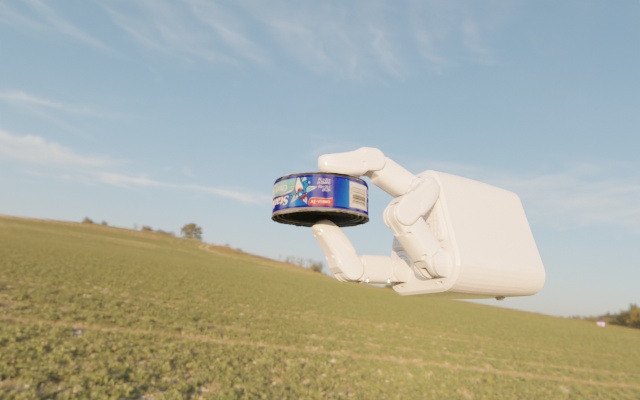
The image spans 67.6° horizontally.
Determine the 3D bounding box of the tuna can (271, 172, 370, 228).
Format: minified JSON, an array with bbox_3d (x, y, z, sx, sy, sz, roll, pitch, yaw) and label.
[{"bbox_3d":[0.000,0.001,0.420,0.086,0.033,0.086,1,-12,0],"label":"tuna can"}]
